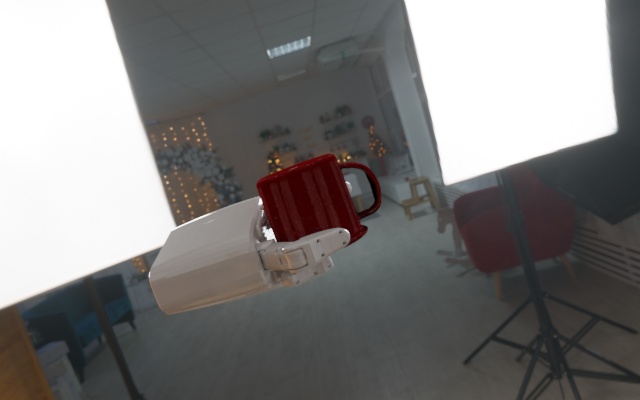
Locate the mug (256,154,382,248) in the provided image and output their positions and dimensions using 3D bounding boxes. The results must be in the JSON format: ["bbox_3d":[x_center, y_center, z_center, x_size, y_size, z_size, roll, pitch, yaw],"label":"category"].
[{"bbox_3d":[0.001,0.001,0.457,0.117,0.081,0.093,-19,7,6],"label":"mug"}]
